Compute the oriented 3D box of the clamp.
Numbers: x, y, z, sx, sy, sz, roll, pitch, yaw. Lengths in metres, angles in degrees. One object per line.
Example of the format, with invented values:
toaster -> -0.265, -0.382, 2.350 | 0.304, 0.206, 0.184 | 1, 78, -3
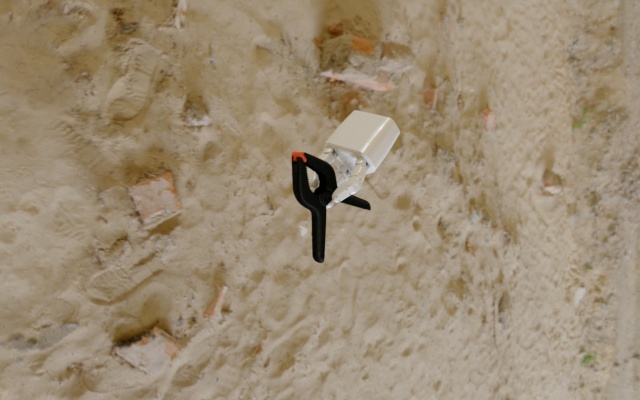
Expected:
clamp -> 0.001, 0.002, 0.882 | 0.036, 0.164, 0.210 | 10, -34, 49
